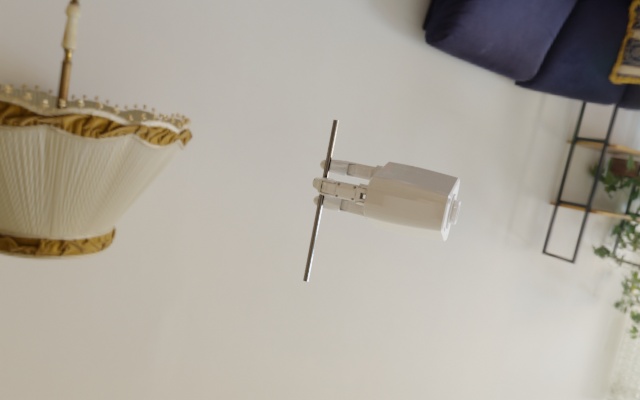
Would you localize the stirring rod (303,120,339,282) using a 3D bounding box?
[{"bbox_3d":[0.000,0.002,0.697,0.011,0.239,0.011,11,7,-1],"label":"stirring rod"}]
